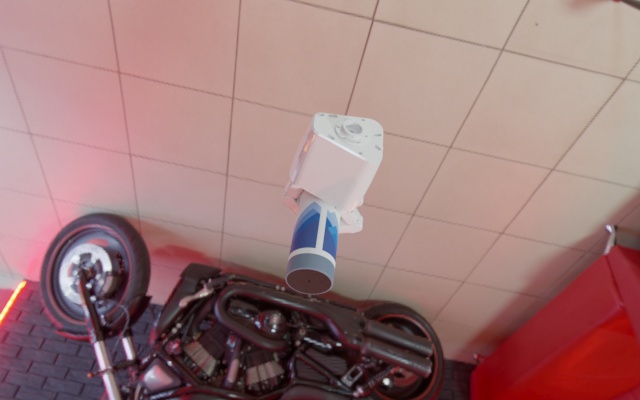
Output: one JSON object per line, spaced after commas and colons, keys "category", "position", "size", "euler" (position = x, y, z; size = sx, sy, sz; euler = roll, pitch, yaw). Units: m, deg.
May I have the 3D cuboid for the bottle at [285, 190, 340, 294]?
{"category": "bottle", "position": [0.000, 0.003, 0.749], "size": [0.069, 0.295, 0.069], "euler": [5, -42, 4]}
